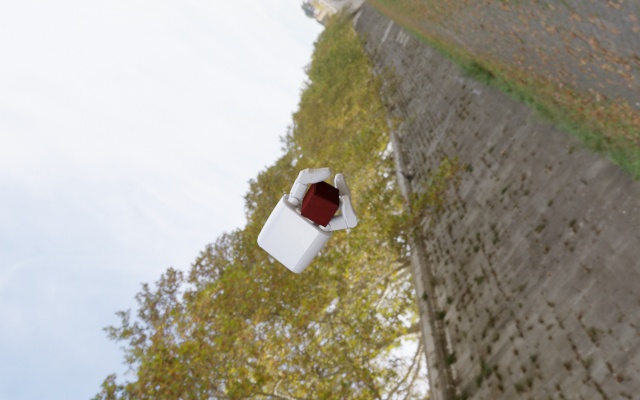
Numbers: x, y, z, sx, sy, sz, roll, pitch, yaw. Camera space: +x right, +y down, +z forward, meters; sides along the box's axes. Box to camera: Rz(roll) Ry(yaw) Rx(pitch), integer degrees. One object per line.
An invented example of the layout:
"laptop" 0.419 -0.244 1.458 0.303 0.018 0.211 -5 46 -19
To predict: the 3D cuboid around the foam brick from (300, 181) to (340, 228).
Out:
"foam brick" 0.000 0.003 0.866 0.053 0.051 0.078 29 22 -10
